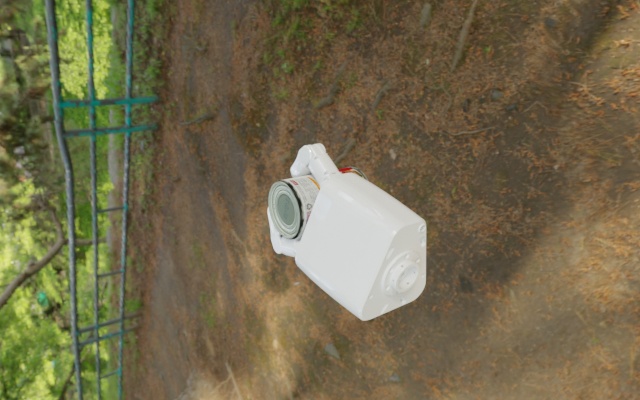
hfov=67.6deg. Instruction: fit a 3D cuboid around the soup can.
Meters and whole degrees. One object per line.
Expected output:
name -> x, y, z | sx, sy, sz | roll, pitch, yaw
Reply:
soup can -> 0.000, 0.002, 0.550 | 0.102, 0.068, 0.068 | -13, 7, -35
